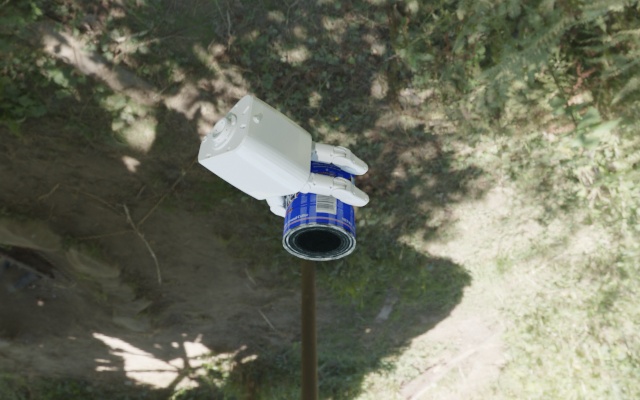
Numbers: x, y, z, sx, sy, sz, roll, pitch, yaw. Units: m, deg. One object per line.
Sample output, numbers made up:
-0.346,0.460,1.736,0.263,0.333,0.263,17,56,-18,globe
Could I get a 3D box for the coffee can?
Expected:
0.000,0.002,0.700,0.103,0.140,0.103,1,-34,1,coffee can
